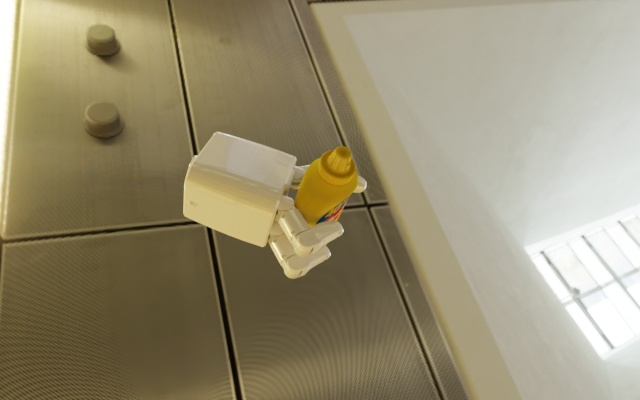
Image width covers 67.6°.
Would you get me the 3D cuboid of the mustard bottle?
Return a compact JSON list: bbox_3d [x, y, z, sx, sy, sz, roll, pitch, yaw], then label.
[{"bbox_3d":[0.000,0.002,0.579,0.096,0.058,0.192,-42,-15,-35],"label":"mustard bottle"}]
